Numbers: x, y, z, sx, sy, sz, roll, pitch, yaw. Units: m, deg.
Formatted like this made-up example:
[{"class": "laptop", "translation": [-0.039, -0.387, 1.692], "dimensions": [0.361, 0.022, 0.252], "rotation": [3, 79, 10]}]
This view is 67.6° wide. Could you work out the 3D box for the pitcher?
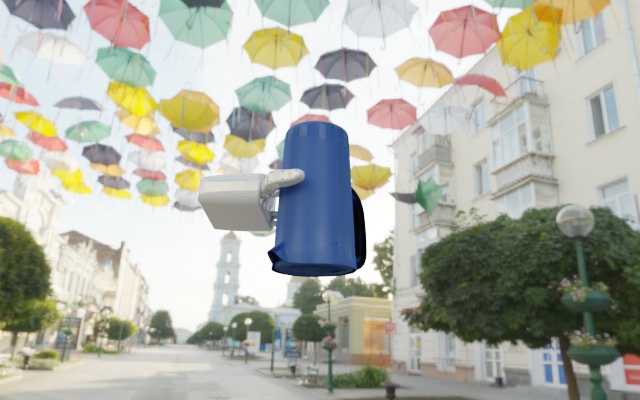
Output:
[{"class": "pitcher", "translation": [0.000, 0.003, 0.777], "dimensions": [0.145, 0.242, 0.149], "rotation": [-1, -18, 8]}]
